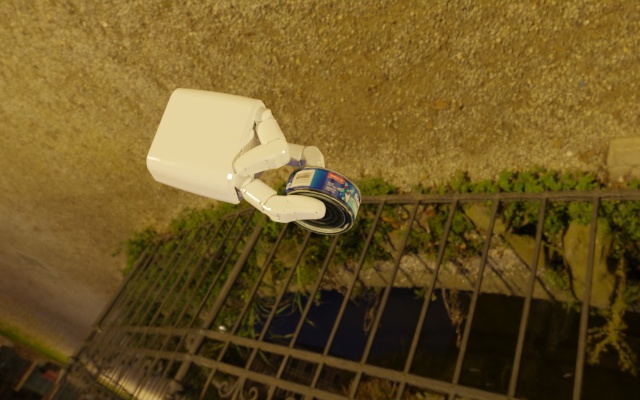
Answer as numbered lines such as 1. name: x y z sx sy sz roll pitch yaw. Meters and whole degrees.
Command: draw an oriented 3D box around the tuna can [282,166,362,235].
1. tuna can: 0.000 0.002 0.529 0.086 0.033 0.086 13 -33 9
